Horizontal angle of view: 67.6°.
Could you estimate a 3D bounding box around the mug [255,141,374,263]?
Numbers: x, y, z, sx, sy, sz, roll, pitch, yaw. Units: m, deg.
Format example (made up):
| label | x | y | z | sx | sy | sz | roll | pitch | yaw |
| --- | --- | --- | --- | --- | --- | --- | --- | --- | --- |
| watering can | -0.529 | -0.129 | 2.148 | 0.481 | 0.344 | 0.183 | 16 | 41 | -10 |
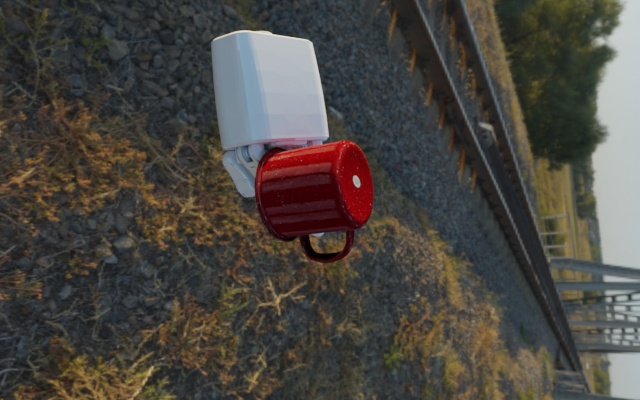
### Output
| label | x | y | z | sx | sy | sz | roll | pitch | yaw |
| --- | --- | --- | --- | --- | --- | --- | --- | --- | --- |
| mug | 0.000 | 0.003 | 0.449 | 0.081 | 0.117 | 0.093 | -7 | 3 | 28 |
